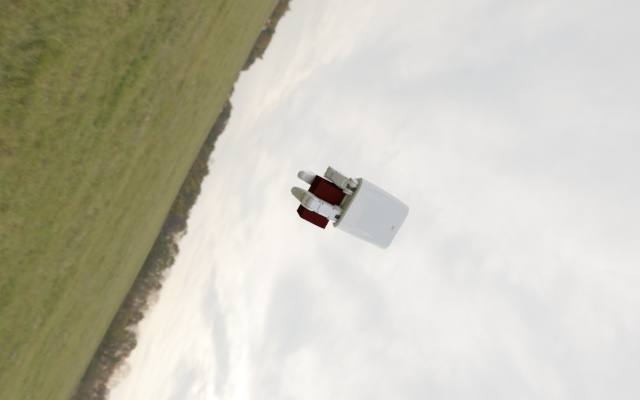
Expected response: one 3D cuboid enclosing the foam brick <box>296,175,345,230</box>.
[{"bbox_3d":[0.000,0.003,0.844,0.051,0.078,0.053,28,9,-15],"label":"foam brick"}]
